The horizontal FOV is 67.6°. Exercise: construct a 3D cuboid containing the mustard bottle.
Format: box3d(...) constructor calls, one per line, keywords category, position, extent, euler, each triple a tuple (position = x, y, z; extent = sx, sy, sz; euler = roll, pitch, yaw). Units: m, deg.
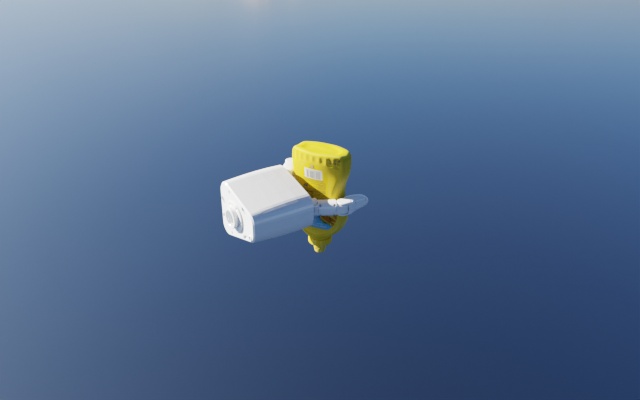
box3d(category="mustard bottle", position=(0.000, 0.002, 0.796), extent=(0.096, 0.192, 0.058), euler=(15, 30, 25))
